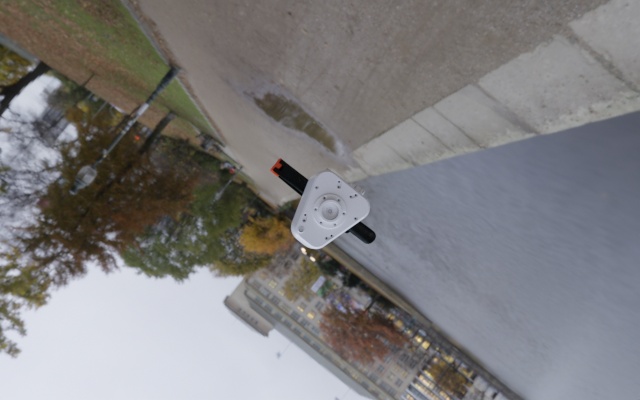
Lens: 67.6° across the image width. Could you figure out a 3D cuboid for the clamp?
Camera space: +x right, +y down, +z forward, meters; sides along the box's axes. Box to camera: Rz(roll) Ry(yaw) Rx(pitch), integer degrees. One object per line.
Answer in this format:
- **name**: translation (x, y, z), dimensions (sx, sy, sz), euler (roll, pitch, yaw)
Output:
- **clamp**: translation (-0.001, 0.003, 0.857), dimensions (0.210, 0.036, 0.164), euler (39, -5, -3)
